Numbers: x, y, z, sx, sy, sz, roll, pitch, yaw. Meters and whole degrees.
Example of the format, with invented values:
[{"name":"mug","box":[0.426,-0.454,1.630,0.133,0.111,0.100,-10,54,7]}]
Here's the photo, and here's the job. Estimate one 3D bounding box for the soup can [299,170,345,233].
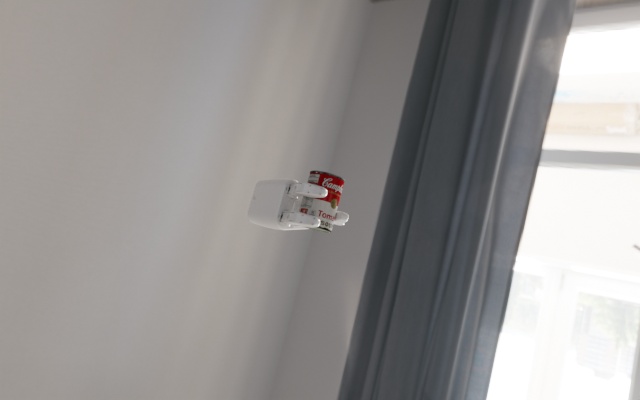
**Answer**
[{"name":"soup can","box":[0.000,0.003,0.885,0.068,0.102,0.068,15,-9,2]}]
